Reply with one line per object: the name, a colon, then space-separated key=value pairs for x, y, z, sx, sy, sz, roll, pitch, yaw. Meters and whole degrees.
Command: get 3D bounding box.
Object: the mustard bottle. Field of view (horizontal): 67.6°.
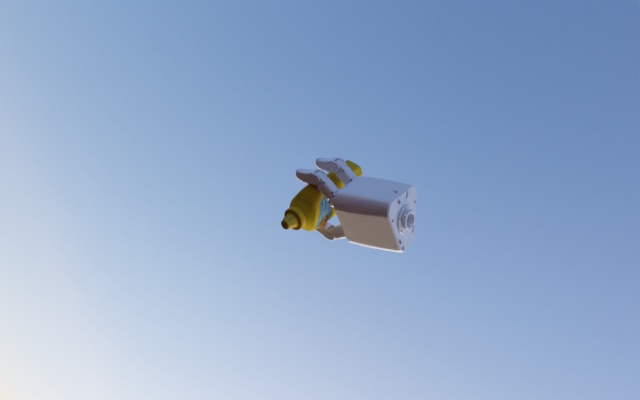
mustard bottle: x=0.000 y=0.003 z=0.858 sx=0.058 sy=0.096 sz=0.191 roll=33 pitch=43 yaw=24
